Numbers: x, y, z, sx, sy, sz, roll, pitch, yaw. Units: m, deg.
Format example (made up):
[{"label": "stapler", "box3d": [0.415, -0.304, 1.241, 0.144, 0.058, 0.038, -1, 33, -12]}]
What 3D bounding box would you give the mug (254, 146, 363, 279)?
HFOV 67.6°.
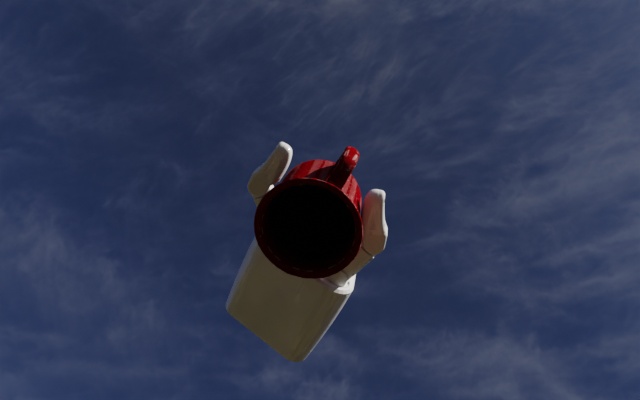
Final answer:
[{"label": "mug", "box3d": [0.001, 0.000, 0.432, 0.093, 0.117, 0.081, 28, 23, -3]}]
